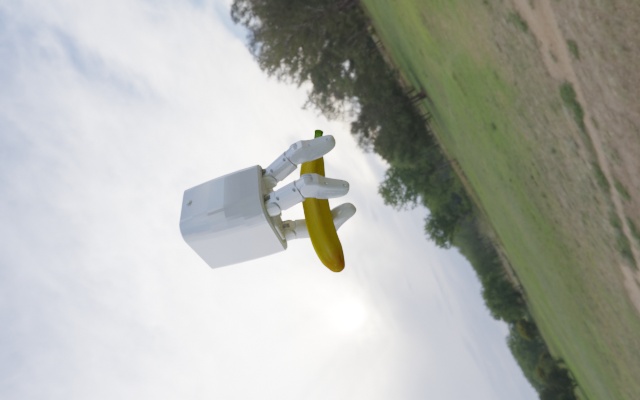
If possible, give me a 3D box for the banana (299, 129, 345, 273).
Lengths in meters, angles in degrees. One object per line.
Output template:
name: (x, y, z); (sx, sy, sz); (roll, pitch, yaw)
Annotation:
banana: (-0.002, 0.008, 0.601); (0.037, 0.197, 0.070); (-5, -29, -9)
